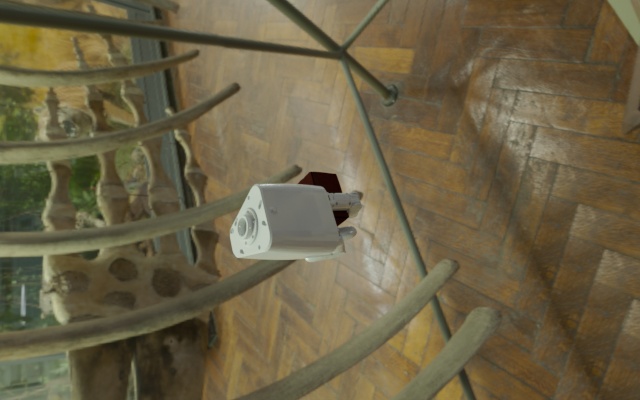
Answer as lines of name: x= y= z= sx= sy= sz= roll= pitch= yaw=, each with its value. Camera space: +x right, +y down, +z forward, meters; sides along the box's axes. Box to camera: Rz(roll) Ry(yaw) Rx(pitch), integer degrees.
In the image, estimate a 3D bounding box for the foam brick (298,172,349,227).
foam brick: x=0.000 y=0.002 z=0.719 sx=0.051 sy=0.078 sz=0.053 roll=3 pitch=-30 yaw=-36
